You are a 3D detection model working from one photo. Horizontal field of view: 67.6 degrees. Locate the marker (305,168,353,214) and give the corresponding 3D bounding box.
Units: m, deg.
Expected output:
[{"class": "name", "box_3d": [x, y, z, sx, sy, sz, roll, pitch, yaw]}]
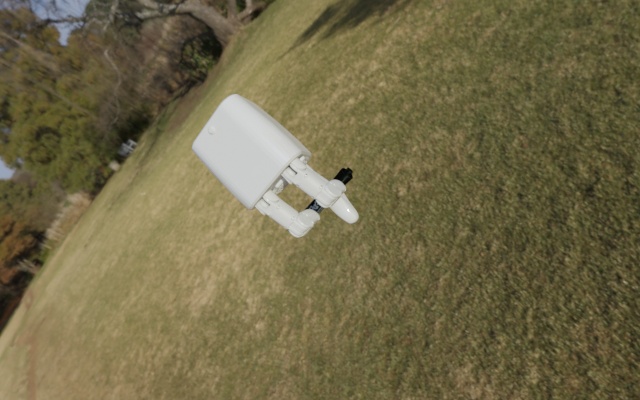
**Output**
[{"class": "marker", "box_3d": [0.000, 0.002, 0.624, 0.121, 0.020, 0.020, -48, -24, 24]}]
